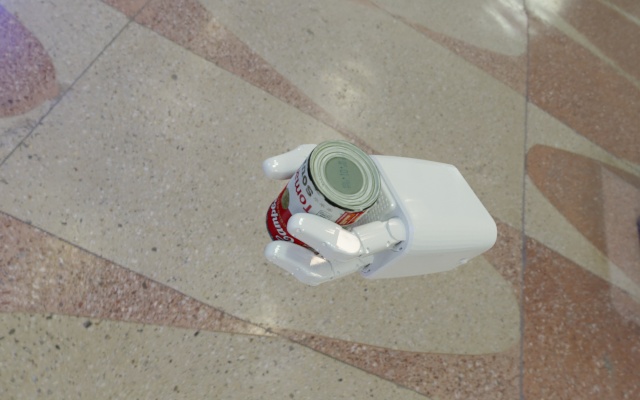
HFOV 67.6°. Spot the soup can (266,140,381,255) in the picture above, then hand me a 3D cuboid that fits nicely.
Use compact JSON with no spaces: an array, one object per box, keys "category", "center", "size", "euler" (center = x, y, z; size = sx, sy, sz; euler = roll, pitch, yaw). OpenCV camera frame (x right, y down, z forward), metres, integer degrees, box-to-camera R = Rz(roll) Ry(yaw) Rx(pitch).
[{"category":"soup can","center":[0.000,0.001,0.421],"size":[0.068,0.068,0.102],"euler":[0,-27,-28]}]
